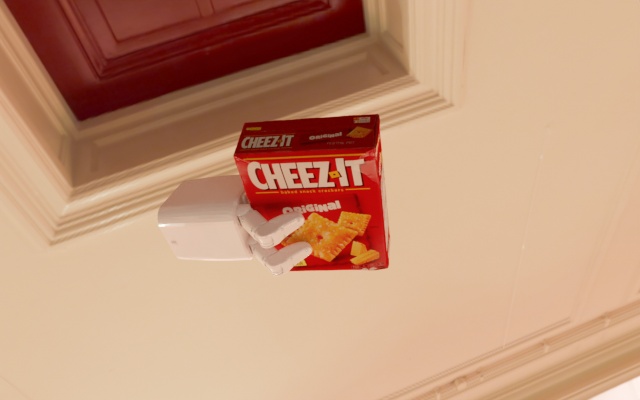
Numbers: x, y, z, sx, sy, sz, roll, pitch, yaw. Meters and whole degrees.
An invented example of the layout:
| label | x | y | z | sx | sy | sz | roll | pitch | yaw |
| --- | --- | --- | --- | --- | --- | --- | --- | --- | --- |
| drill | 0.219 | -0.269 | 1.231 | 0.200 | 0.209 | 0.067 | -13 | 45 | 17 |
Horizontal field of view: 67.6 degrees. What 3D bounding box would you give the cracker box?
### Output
| label | x | y | z | sx | sy | sz | roll | pitch | yaw |
| --- | --- | --- | --- | --- | --- | --- | --- | --- | --- |
| cracker box | 0.000 | 0.002 | 0.606 | 0.164 | 0.214 | 0.072 | -2 | 45 | 11 |
